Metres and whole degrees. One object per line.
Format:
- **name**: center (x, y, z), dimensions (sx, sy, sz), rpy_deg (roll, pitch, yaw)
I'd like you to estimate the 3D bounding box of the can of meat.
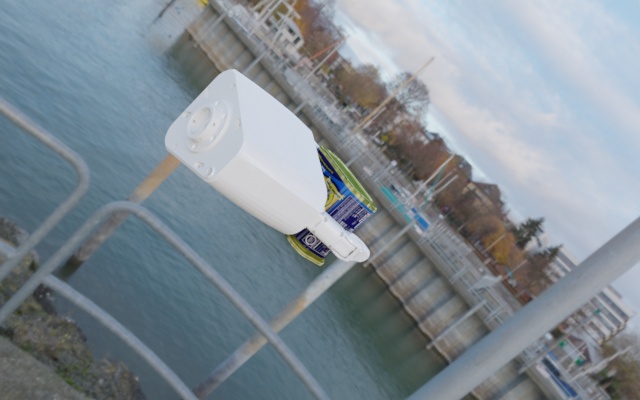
- **can of meat**: center (0.000, 0.002, 0.501), dimensions (0.057, 0.084, 0.102), rpy_deg (37, 14, -43)
